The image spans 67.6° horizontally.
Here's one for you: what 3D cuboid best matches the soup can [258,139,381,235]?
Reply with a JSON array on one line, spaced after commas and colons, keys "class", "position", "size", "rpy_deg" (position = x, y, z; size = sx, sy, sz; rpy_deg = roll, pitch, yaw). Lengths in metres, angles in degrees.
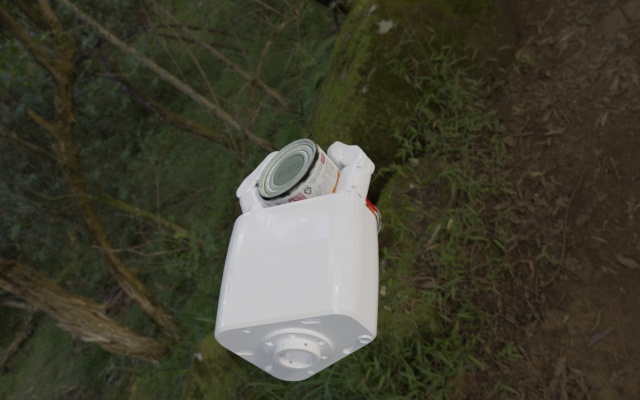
[{"class": "soup can", "position": [0.000, 0.001, 0.437], "size": [0.068, 0.068, 0.102], "rpy_deg": [0, -36, 47]}]
